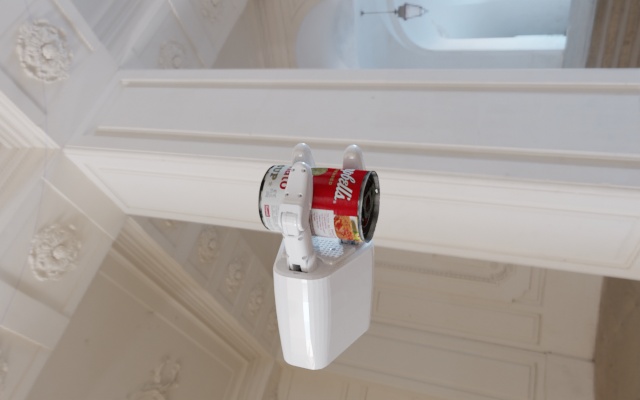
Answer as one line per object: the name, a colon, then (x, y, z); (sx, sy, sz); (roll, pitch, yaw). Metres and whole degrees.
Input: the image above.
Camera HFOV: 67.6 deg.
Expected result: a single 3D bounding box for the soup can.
soup can: (0.000, 0.001, 0.460); (0.102, 0.068, 0.068); (5, 2, 20)
